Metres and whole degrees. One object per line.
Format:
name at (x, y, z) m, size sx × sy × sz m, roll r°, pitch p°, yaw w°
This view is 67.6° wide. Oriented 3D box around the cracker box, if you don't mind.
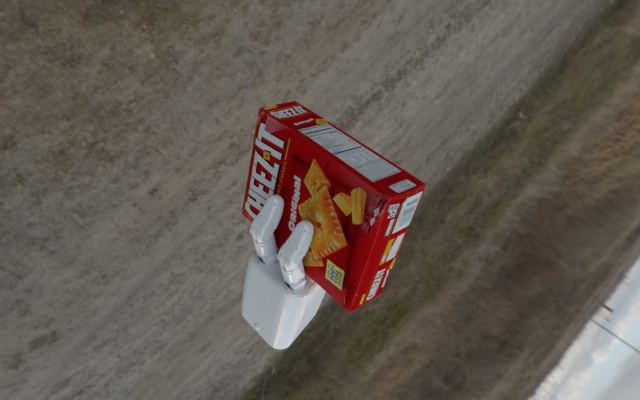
cracker box at (0.000, 0.002, 0.575) m, size 0.072 × 0.164 × 0.213 m, roll -19°, pitch 46°, yaw -43°
